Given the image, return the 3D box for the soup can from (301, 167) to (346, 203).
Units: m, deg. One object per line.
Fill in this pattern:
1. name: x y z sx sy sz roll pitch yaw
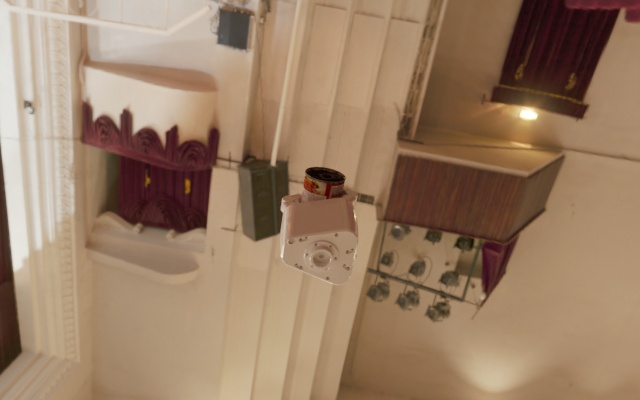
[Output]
1. soup can: 0.000 0.003 0.805 0.068 0.102 0.068 9 23 -4
